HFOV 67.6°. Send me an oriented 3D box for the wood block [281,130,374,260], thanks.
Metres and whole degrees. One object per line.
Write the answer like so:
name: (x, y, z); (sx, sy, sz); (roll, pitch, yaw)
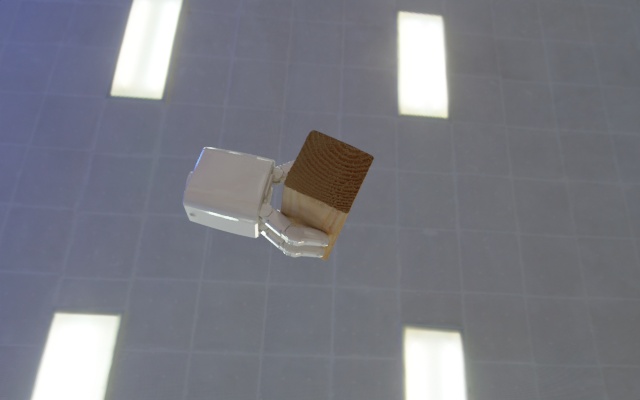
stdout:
wood block: (0.000, 0.002, 0.683); (0.090, 0.090, 0.206); (24, -23, 3)
